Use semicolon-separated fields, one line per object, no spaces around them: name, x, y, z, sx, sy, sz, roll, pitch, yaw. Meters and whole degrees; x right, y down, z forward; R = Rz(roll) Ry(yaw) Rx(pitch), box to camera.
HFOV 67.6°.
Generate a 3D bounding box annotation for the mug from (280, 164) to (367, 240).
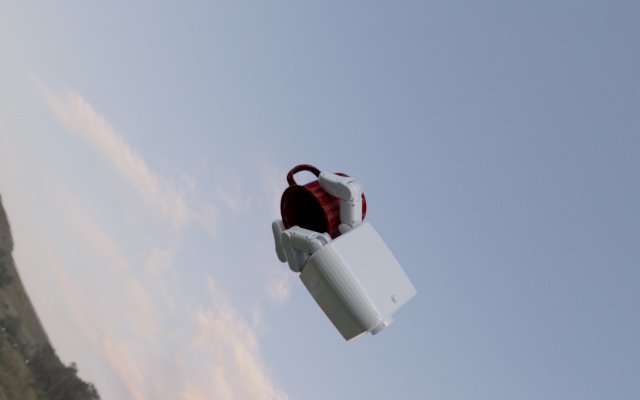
mug;-0.001;0.001;0.637;0.081;0.117;0.093;-25;-15;-40
